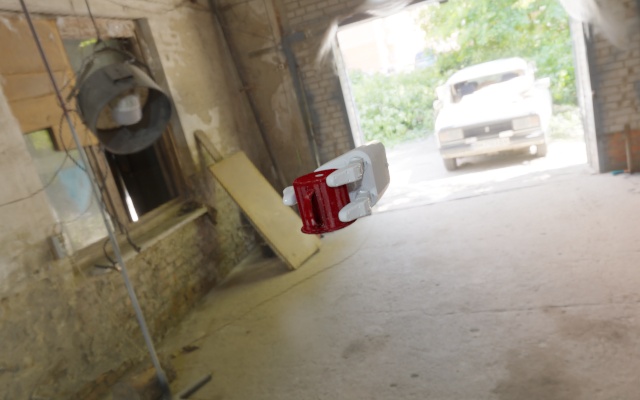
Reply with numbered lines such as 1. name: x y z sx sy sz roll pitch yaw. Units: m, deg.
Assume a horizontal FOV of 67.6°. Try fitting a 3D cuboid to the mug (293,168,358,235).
1. mug: -0.001 0.003 0.734 0.093 0.081 0.117 -8 14 25
